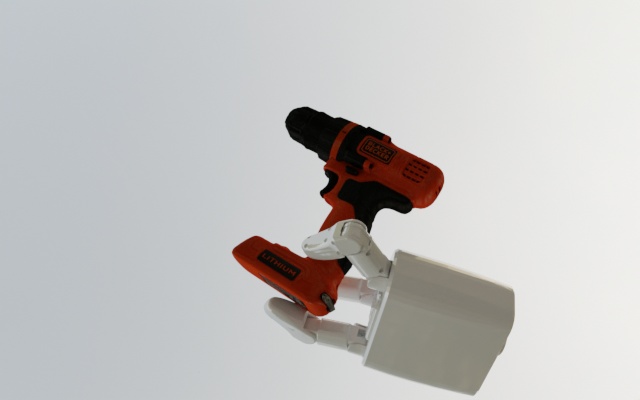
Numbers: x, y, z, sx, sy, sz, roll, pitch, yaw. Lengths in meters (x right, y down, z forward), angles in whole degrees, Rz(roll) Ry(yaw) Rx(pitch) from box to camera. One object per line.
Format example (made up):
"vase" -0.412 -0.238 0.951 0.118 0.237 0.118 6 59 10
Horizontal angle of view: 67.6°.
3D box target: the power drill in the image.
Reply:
"power drill" 0.000 0.002 0.469 0.184 0.187 0.057 29 -17 25
